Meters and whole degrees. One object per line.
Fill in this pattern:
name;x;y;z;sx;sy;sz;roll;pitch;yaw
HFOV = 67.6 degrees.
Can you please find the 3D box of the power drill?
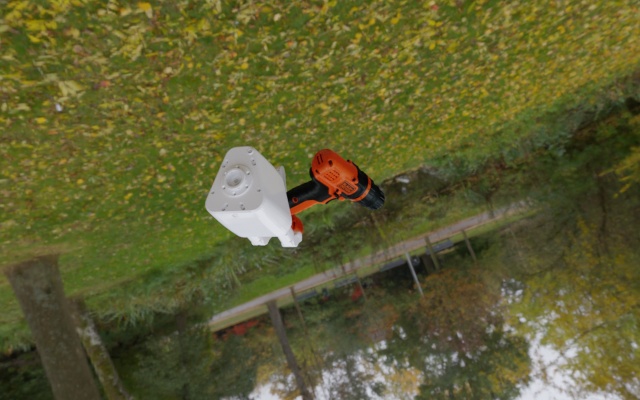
power drill;0.000;0.003;0.824;0.188;0.057;0.184;-33;-41;21
